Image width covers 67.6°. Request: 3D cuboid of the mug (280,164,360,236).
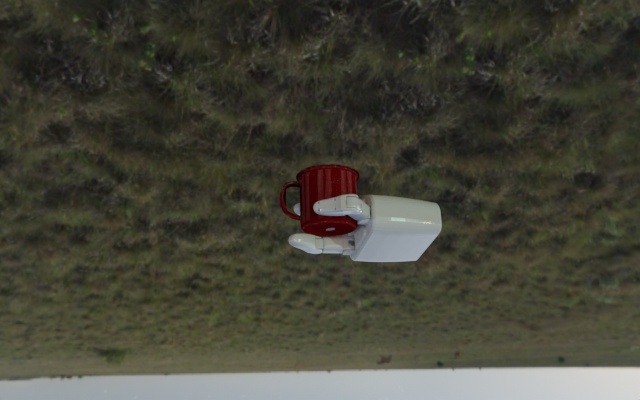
[{"bbox_3d":[-0.001,0.002,0.679,0.117,0.081,0.093,4,-20,-16],"label":"mug"}]
